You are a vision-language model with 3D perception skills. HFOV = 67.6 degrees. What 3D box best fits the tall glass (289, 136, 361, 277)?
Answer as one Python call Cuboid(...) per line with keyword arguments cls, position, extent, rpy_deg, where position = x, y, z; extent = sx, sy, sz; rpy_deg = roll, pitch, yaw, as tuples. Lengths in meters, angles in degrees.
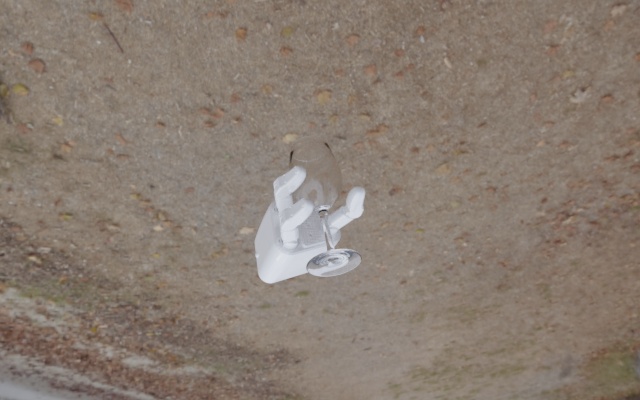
Cuboid(cls="tall glass", position=(0.000, 0.003, 0.681), extent=(0.079, 0.201, 0.079), rpy_deg=(-8, -33, -6))
